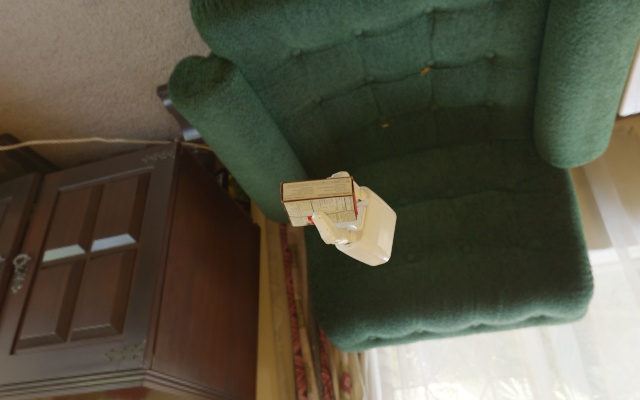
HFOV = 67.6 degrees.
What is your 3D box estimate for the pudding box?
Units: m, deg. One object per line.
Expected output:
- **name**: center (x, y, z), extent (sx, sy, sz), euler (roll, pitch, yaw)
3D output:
- **pudding box**: center (0.000, 0.003, 0.753), extent (0.113, 0.039, 0.090), euler (-6, -29, 4)
